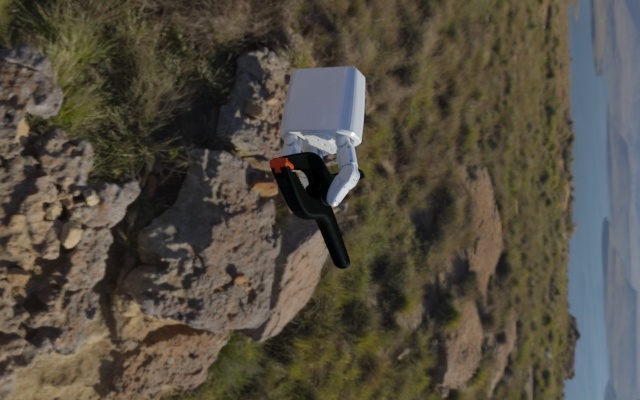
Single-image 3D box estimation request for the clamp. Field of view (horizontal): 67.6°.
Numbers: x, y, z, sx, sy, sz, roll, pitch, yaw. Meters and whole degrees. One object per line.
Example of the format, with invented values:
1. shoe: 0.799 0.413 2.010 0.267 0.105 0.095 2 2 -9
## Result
1. clamp: 0.001 0.002 0.676 0.036 0.164 0.210 -5 -19 33
